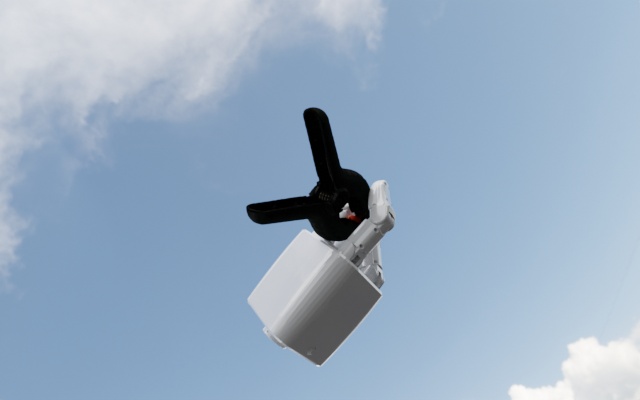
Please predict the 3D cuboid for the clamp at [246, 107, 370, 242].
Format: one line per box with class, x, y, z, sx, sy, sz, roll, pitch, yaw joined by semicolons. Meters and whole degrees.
clamp;0.000;0.001;0.487;0.039;0.120;0.171;33;-11;46
